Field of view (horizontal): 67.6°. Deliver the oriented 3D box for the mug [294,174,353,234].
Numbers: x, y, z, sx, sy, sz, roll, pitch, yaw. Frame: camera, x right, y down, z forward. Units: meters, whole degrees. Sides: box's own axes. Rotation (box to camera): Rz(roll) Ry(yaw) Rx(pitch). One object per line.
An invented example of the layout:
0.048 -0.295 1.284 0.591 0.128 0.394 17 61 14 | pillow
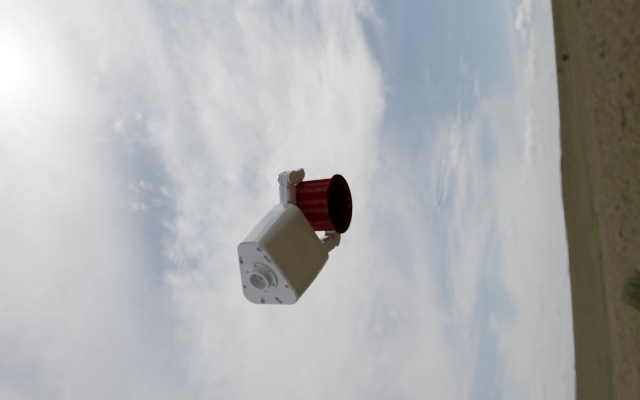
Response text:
0.000 0.002 0.762 0.081 0.093 0.117 -4 24 27 | mug
